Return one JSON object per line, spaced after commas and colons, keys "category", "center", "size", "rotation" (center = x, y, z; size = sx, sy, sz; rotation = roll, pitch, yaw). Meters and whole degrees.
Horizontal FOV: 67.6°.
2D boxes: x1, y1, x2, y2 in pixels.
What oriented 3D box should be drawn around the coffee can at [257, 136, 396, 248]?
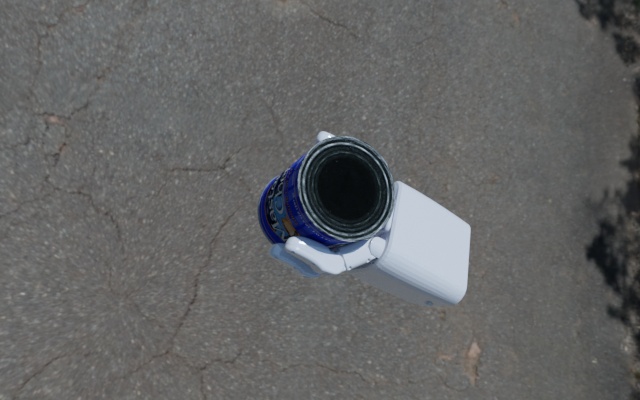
{"category": "coffee can", "center": [0.000, 0.002, 0.512], "size": [0.103, 0.102, 0.140], "rotation": [0, -11, -23]}
